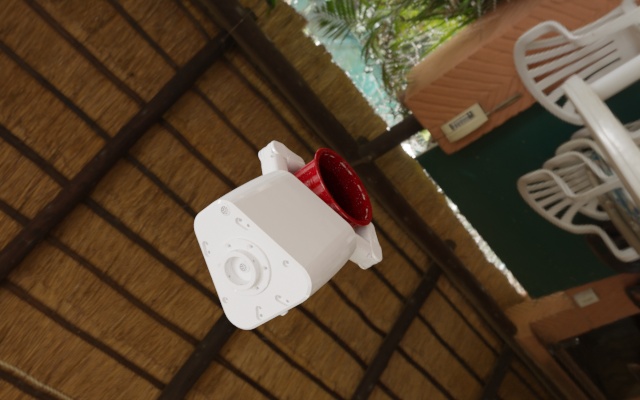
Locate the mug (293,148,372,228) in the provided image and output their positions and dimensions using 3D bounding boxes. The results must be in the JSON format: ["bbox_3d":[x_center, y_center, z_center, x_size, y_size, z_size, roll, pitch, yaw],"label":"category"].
[{"bbox_3d":[0.000,0.001,0.523,0.081,0.093,0.117,-33,0,26],"label":"mug"}]
